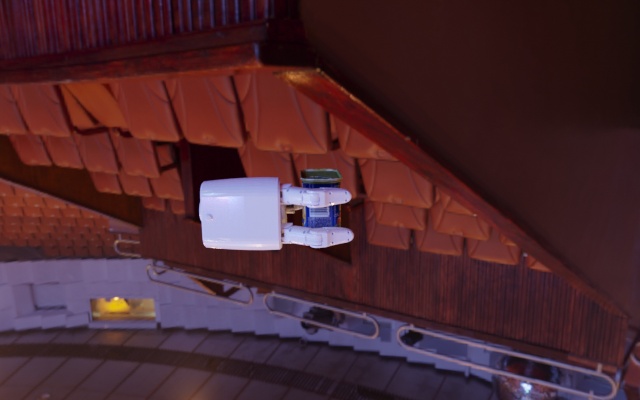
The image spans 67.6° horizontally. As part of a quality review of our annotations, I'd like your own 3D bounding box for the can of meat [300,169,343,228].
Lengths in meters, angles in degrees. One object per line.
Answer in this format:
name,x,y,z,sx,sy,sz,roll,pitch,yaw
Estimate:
can of meat,0.000,0.003,0.686,0.057,0.084,0.102,-1,11,-3
